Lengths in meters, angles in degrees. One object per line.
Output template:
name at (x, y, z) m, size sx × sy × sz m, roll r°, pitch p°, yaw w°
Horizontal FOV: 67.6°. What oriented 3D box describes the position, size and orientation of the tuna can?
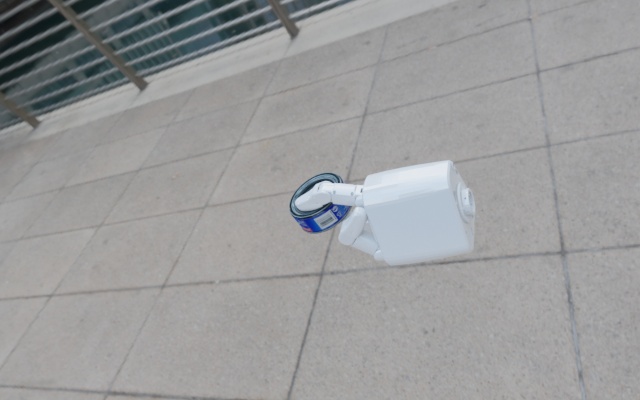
tuna can at (0.000, 0.002, 0.654) m, size 0.086 × 0.086 × 0.034 m, roll 0°, pitch -41°, yaw 42°
